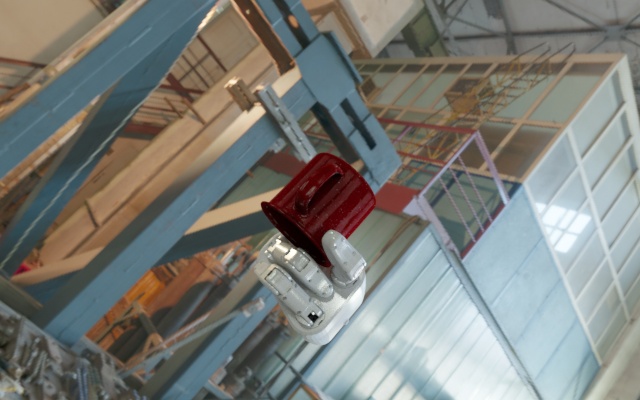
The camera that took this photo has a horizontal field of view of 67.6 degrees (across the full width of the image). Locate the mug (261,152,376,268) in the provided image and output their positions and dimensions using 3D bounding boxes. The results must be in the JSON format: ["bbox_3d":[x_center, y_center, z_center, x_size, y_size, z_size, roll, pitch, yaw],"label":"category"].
[{"bbox_3d":[0.000,0.001,0.468,0.093,0.081,0.117,38,-16,19],"label":"mug"}]
